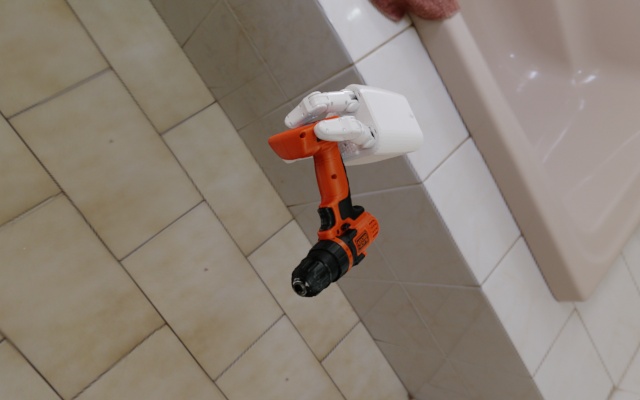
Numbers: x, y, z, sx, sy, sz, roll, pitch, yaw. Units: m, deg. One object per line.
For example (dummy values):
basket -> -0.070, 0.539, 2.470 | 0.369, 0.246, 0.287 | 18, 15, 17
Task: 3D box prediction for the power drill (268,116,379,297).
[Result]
power drill -> 0.000, 0.001, 0.580 | 0.057, 0.188, 0.184 | -8, 16, 32
